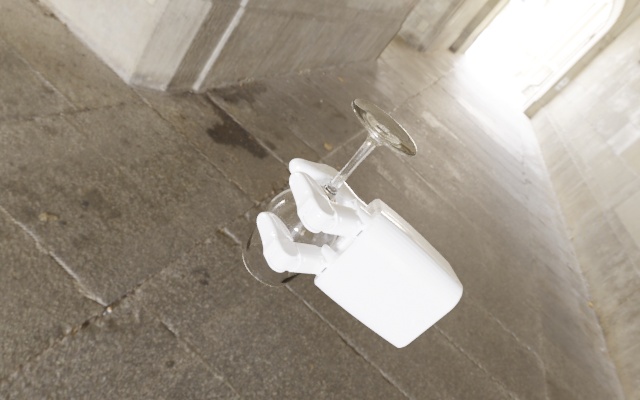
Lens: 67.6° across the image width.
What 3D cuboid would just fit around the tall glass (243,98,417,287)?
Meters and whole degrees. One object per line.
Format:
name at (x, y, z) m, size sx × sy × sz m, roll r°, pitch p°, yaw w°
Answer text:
tall glass at (0.000, 0.001, 0.469) m, size 0.079 × 0.079 × 0.201 m, roll 0°, pitch -42°, yaw -52°
